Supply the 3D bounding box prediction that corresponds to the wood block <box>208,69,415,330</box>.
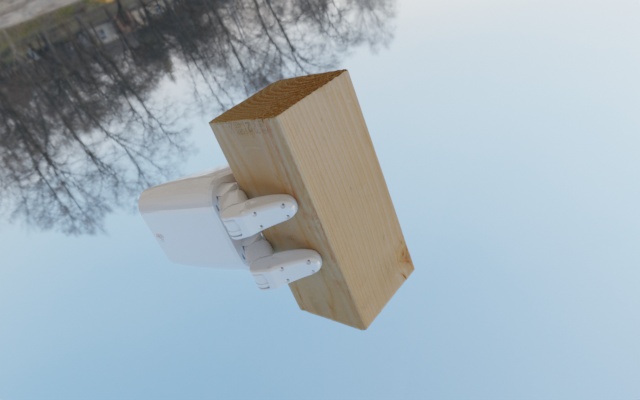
[{"bbox_3d":[0.000,0.001,0.428,0.090,0.206,0.090,5,37,44],"label":"wood block"}]
